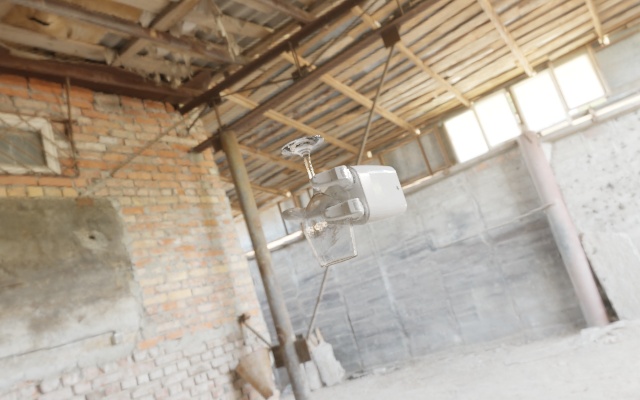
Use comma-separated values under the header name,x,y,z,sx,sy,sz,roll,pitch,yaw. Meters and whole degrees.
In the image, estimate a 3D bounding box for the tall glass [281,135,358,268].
name,x,y,z,sx,sy,sz,roll,pitch,yaw
tall glass,0.000,0.002,0.766,0.079,0.201,0.079,-17,-11,-3
